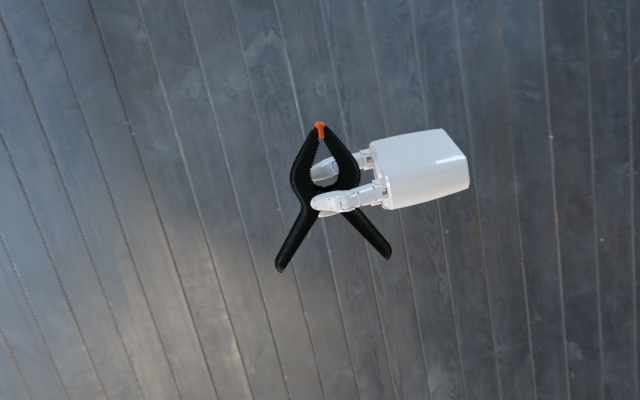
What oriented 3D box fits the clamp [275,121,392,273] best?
[{"bbox_3d":[0.000,0.002,0.646,0.164,0.210,0.036,-14,16,-1],"label":"clamp"}]
